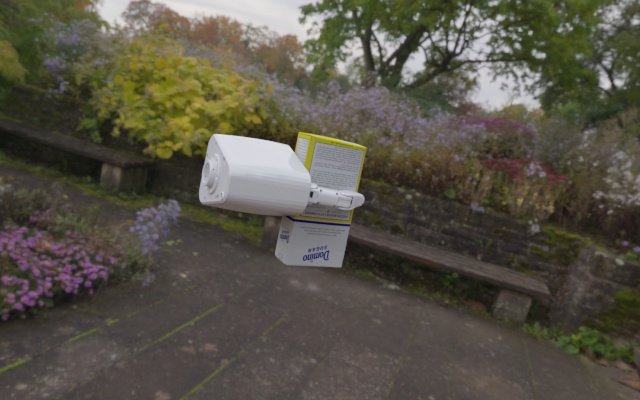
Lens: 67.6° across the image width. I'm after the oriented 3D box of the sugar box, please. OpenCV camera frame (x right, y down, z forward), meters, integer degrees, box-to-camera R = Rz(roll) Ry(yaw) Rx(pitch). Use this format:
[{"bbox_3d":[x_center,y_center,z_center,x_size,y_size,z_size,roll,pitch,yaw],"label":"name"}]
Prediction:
[{"bbox_3d":[0.000,0.002,0.658,0.093,0.176,0.048,8,12,-30],"label":"sugar box"}]
